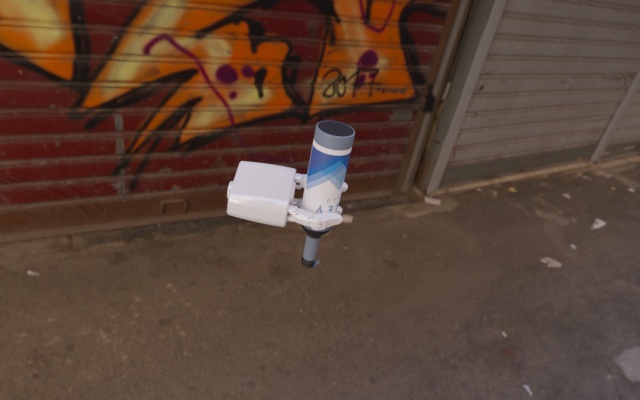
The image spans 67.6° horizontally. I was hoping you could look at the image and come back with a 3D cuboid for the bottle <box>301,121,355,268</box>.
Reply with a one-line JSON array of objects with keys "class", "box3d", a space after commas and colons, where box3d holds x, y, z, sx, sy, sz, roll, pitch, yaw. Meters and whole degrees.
[{"class": "bottle", "box3d": [0.000, 0.003, 0.876, 0.069, 0.296, 0.069, 9, 31, -5]}]
